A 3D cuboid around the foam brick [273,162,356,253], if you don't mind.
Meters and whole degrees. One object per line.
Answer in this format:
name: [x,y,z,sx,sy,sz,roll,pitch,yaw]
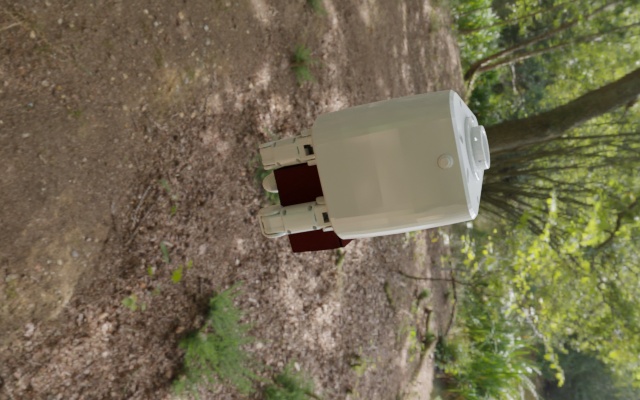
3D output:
foam brick: [0.000,0.002,0.422,0.051,0.078,0.053,-8,10,27]
